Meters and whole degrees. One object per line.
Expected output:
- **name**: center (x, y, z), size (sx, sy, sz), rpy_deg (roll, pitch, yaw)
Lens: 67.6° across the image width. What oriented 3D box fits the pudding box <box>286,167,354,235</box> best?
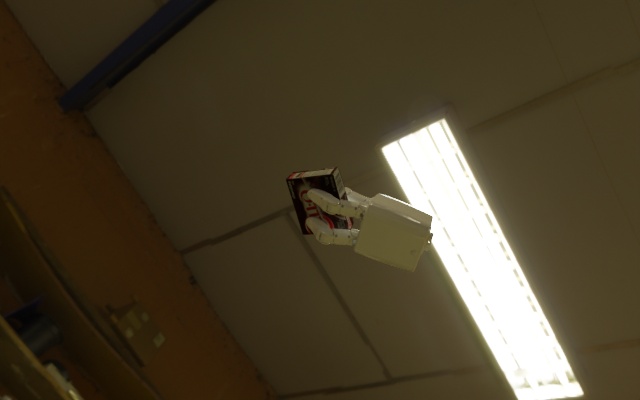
- **pudding box**: center (0.000, 0.003, 0.822), size (0.090, 0.113, 0.039), rpy_deg (-6, 22, 25)
